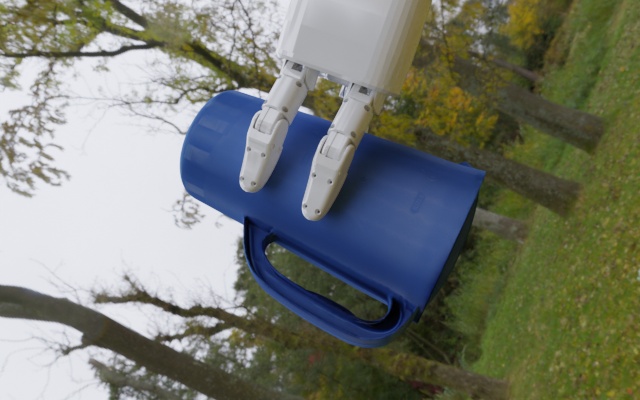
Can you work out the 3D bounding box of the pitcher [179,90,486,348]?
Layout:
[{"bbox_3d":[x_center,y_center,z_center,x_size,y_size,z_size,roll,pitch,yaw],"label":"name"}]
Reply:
[{"bbox_3d":[0.000,0.001,0.408,0.243,0.145,0.149,24,17,16],"label":"pitcher"}]
